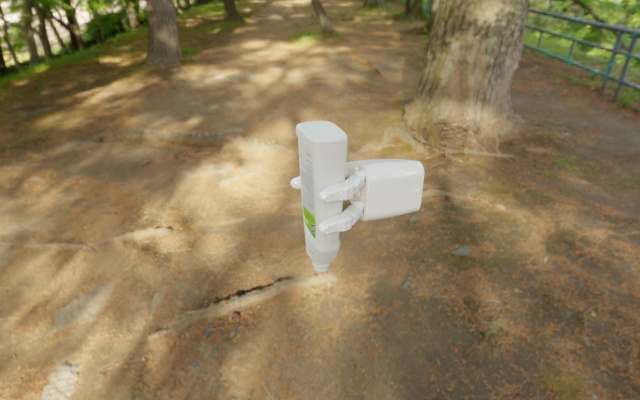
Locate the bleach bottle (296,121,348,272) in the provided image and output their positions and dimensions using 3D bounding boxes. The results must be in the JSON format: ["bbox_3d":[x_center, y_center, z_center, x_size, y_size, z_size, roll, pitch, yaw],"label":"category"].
[{"bbox_3d":[0.000,0.003,0.796,0.068,0.251,0.102,-8,28,-18],"label":"bleach bottle"}]
